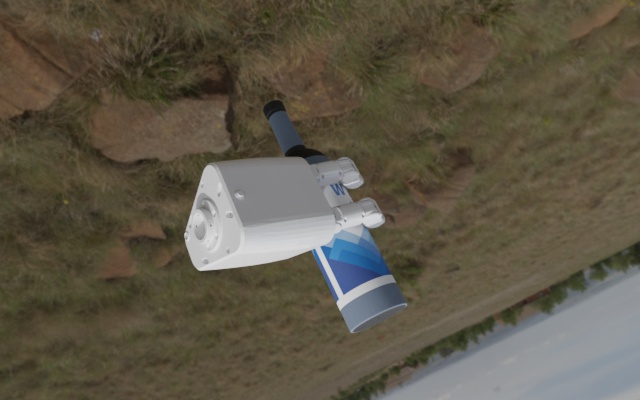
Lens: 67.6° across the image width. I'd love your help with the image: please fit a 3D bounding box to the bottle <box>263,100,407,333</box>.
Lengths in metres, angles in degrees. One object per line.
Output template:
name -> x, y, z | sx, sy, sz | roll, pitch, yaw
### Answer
bottle -> 0.000, 0.002, 0.553 | 0.069, 0.295, 0.069 | -22, -23, -10
